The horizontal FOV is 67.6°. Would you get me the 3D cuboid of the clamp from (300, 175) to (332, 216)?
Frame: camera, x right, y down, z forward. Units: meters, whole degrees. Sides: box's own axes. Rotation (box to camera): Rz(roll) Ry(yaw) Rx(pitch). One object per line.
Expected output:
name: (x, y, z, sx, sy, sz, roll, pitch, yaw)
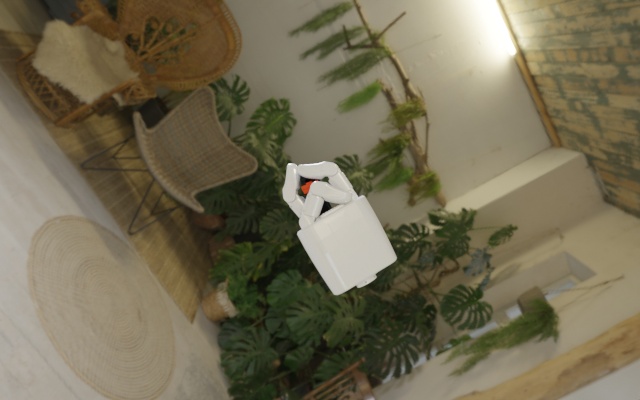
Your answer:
clamp: (0.001, 0.002, 0.784, 0.039, 0.120, 0.171, -30, -3, 5)
